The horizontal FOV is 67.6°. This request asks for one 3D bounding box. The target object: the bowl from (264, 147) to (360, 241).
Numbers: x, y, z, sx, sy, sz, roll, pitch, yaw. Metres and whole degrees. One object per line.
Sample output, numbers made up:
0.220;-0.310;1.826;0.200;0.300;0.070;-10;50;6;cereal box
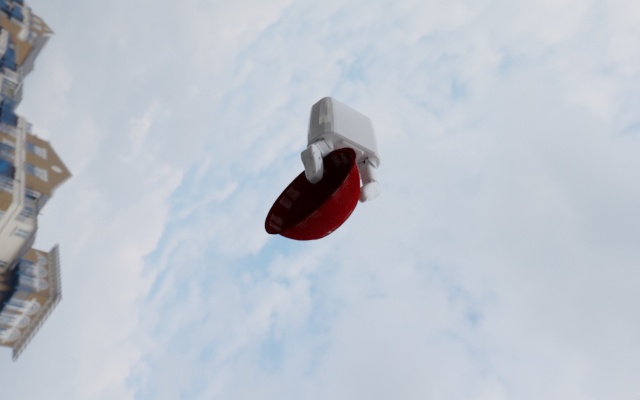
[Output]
0.000;0.003;0.652;0.055;0.162;0.162;47;-21;-20;bowl
